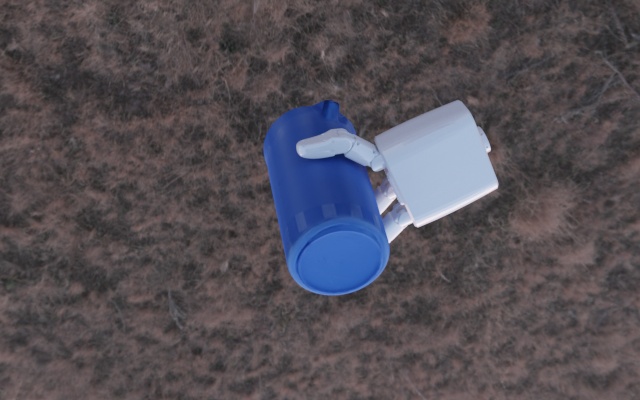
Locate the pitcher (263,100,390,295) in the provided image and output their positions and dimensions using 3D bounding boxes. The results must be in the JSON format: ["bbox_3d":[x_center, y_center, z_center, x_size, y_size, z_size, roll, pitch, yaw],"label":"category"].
[{"bbox_3d":[0.000,0.002,0.586,0.145,0.149,0.242,-24,36,8],"label":"pitcher"}]
